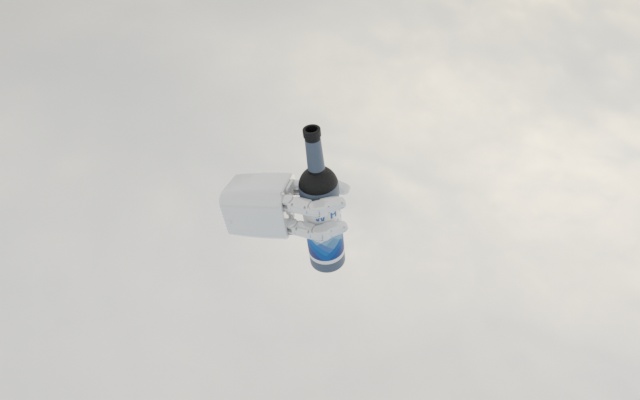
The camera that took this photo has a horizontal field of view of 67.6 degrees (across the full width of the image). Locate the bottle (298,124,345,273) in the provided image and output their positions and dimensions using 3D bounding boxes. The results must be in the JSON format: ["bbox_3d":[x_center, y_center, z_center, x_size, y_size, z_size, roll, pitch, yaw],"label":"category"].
[{"bbox_3d":[0.000,0.003,0.805,0.069,0.296,0.069,-4,42,4],"label":"bottle"}]
